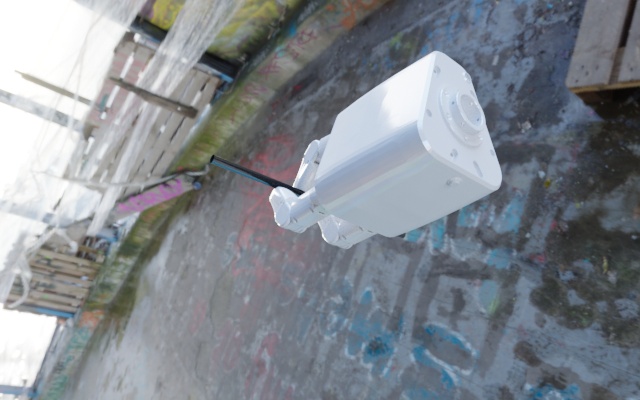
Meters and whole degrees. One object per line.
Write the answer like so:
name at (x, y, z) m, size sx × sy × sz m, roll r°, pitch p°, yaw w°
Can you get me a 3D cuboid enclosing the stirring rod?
stirring rod at (0.000, 0.002, 0.478) m, size 0.239 × 0.011 × 0.011 m, roll 22°, pitch -12°, yaw -33°
